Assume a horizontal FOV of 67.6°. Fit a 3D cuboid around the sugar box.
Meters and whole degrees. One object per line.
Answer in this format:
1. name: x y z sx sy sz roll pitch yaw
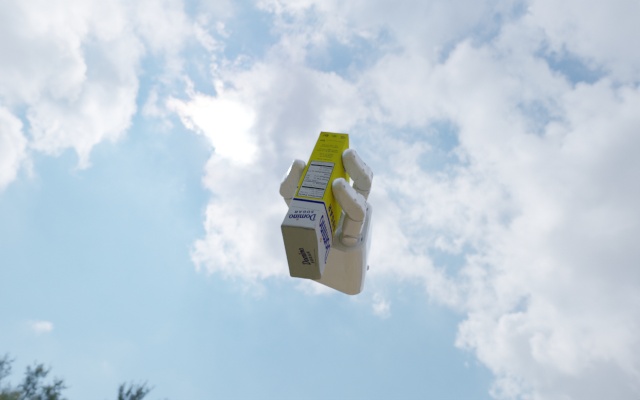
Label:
1. sugar box: 0.001 0.002 0.593 0.048 0.093 0.176 5 45 11
